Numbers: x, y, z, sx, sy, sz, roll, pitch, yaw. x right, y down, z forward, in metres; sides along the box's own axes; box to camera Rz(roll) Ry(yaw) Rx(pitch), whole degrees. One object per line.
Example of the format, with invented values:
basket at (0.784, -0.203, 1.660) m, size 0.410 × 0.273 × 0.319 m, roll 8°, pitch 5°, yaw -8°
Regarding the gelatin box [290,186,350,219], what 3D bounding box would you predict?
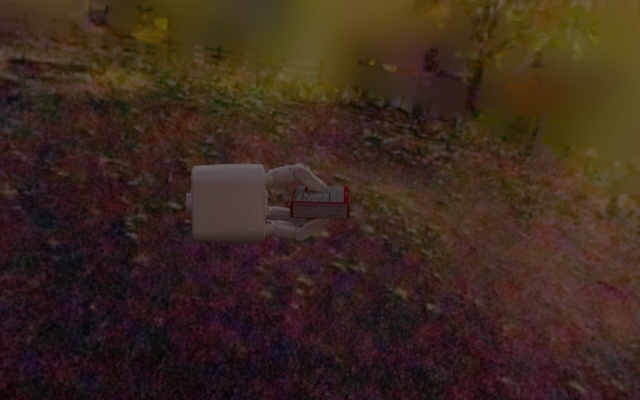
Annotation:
gelatin box at (0.000, 0.002, 0.739) m, size 0.089 × 0.030 × 0.073 m, roll 1°, pitch 21°, yaw 2°
